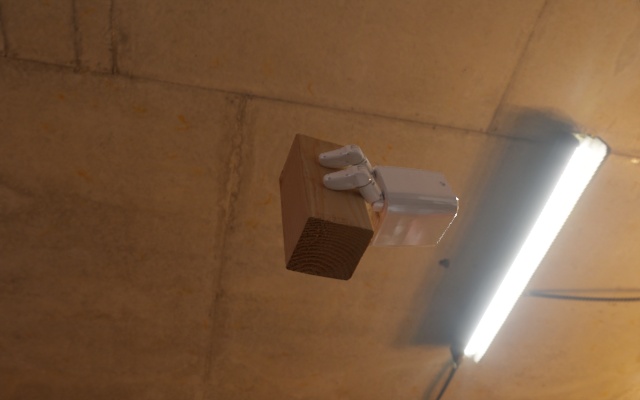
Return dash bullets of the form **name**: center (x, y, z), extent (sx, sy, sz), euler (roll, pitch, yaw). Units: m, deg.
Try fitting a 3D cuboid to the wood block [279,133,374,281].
- **wood block**: center (0.000, 0.002, 0.671), extent (0.090, 0.091, 0.206), euler (13, 33, -16)
